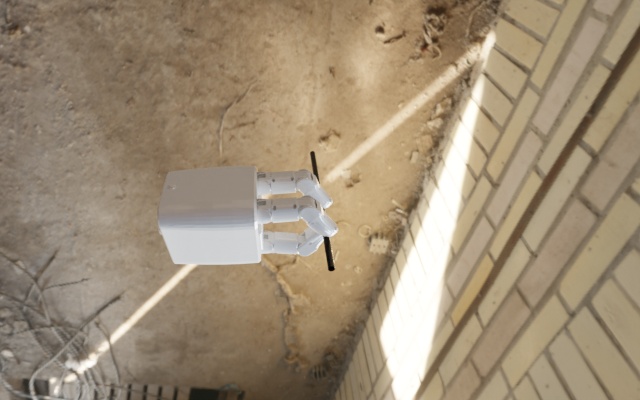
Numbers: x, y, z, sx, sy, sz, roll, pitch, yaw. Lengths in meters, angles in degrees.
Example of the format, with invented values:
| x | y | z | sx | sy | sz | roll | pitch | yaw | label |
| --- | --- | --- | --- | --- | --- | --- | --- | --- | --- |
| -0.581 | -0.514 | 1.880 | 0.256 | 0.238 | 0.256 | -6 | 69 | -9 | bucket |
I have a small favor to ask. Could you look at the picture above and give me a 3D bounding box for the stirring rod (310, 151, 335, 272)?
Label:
| x | y | z | sx | sy | sz | roll | pitch | yaw | label |
| --- | --- | --- | --- | --- | --- | --- | --- | --- | --- |
| 0.000 | 0.002 | 0.611 | 0.011 | 0.011 | 0.239 | 0 | 37 | -7 | stirring rod |
